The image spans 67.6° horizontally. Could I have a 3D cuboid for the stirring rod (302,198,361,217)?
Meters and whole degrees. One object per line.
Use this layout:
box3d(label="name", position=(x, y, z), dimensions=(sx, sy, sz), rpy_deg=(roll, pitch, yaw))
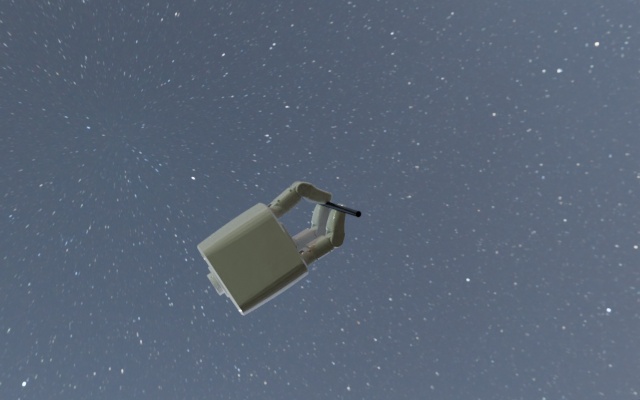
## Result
box3d(label="stirring rod", position=(0.000, 0.002, 0.701), dimensions=(0.011, 0.011, 0.239), rpy_deg=(0, 7, -23))
